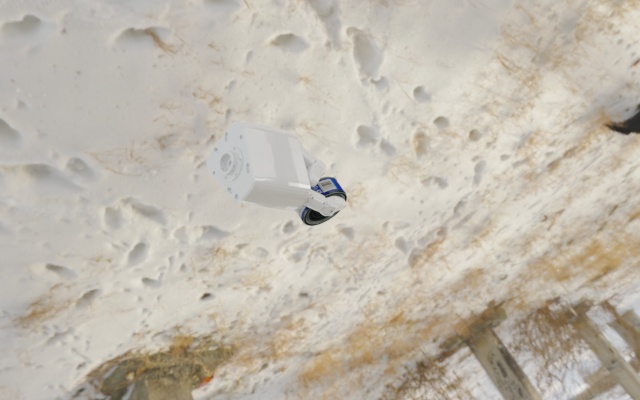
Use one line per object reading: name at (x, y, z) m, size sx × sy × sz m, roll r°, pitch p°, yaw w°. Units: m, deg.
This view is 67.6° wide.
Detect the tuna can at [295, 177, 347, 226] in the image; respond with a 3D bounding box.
tuna can at (0.000, 0.003, 0.778) m, size 0.086 × 0.033 × 0.086 m, roll -26°, pitch -29°, yaw -16°
